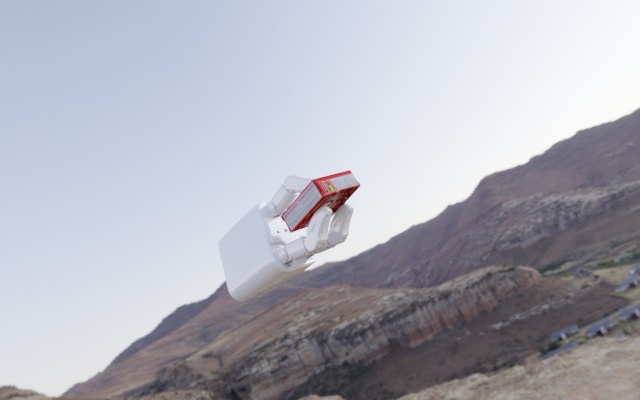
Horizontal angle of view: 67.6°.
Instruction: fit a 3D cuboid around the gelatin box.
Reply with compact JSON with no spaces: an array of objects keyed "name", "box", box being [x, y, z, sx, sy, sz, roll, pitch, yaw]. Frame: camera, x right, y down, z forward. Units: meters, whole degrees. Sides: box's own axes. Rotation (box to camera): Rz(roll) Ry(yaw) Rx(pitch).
[{"name":"gelatin box","box":[0.000,0.001,0.628,0.073,0.030,0.089,-16,-24,-45]}]
